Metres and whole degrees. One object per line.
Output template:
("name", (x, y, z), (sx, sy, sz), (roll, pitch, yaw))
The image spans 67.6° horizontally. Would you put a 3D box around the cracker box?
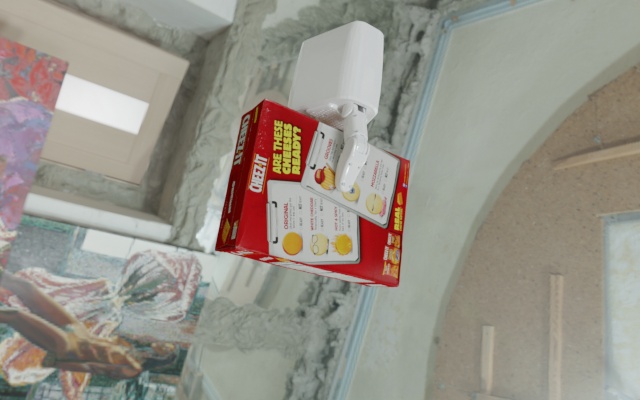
("cracker box", (0.000, 0.002, 0.557), (0.214, 0.164, 0.072), (18, -19, -30))
